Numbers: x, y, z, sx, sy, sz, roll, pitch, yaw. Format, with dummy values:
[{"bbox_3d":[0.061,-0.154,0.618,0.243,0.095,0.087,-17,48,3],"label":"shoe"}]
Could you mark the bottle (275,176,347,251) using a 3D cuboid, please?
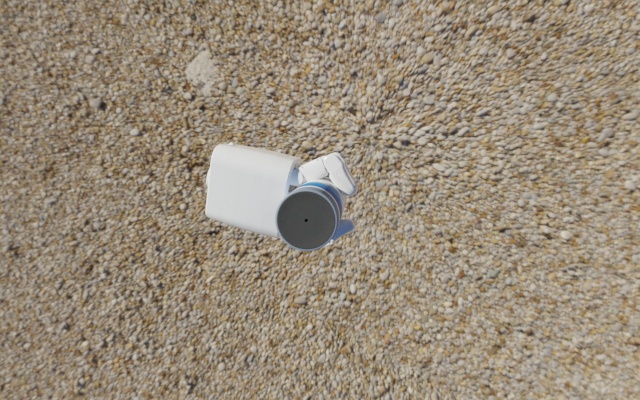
[{"bbox_3d":[0.000,0.002,0.643,0.069,0.069,0.295,0,7,6],"label":"bottle"}]
